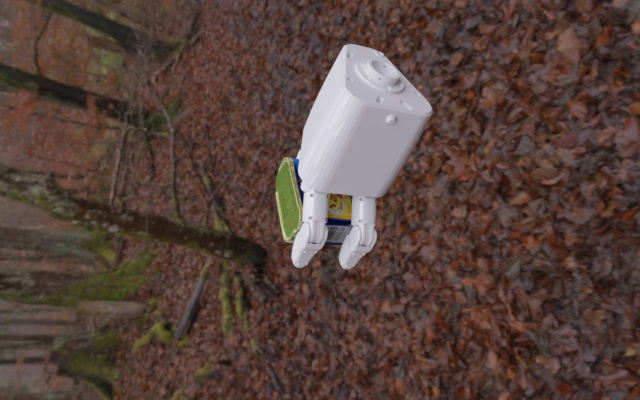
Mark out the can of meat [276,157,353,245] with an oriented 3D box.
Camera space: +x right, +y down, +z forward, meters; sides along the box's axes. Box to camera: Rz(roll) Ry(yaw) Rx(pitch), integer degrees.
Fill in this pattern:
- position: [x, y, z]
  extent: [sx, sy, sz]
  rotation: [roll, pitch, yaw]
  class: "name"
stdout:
- position: [0.000, 0.002, 0.532]
  extent: [0.084, 0.102, 0.057]
  rotation: [6, -41, -24]
  class: "can of meat"
